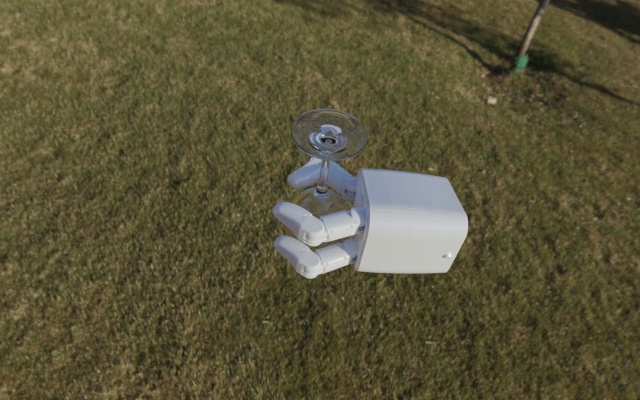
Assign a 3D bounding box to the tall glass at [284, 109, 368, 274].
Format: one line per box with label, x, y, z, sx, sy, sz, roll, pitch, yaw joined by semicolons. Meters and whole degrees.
tall glass;0.000;0.001;0.529;0.079;0.079;0.201;0;-42;-7
